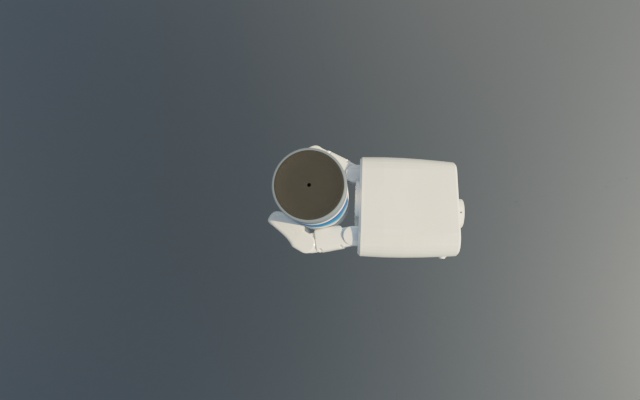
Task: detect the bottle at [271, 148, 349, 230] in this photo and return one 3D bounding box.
[{"bbox_3d":[0.000,0.002,0.561,0.069,0.069,0.296,0,-6,4],"label":"bottle"}]
